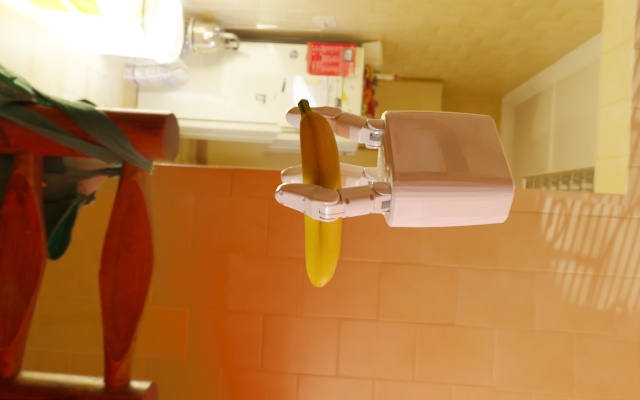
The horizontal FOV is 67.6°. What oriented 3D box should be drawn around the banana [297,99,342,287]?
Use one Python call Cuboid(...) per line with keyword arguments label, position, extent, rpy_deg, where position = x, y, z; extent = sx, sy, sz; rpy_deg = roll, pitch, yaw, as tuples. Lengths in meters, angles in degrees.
Cuboid(label="banana", position=(0.001, 0.003, 0.464), extent=(0.037, 0.198, 0.069), rpy_deg=(-3, 14, -3))
